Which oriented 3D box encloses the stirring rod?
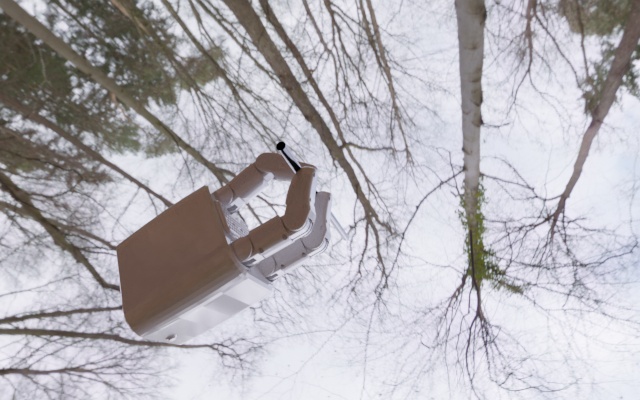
[{"bbox_3d":[0.000,0.002,0.480,0.011,0.011,0.240,0,-21,16],"label":"stirring rod"}]
